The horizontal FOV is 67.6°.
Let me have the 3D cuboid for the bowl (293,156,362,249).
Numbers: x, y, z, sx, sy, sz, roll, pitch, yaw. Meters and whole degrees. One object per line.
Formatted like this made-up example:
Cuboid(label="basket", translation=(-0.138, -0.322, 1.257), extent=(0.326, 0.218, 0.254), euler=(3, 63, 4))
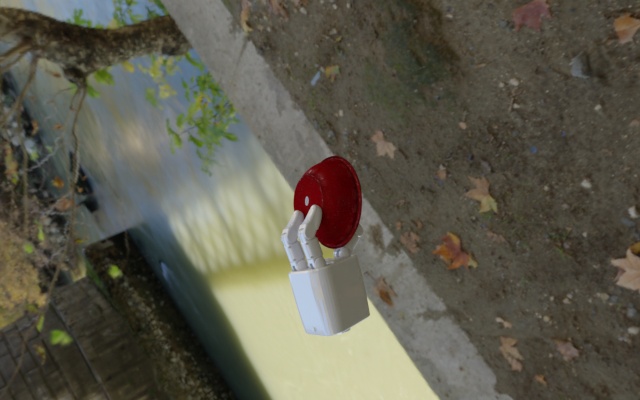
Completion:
Cuboid(label="bowl", translation=(-0.001, 0.001, 0.811), extent=(0.055, 0.162, 0.162), euler=(1, -1, -34))
